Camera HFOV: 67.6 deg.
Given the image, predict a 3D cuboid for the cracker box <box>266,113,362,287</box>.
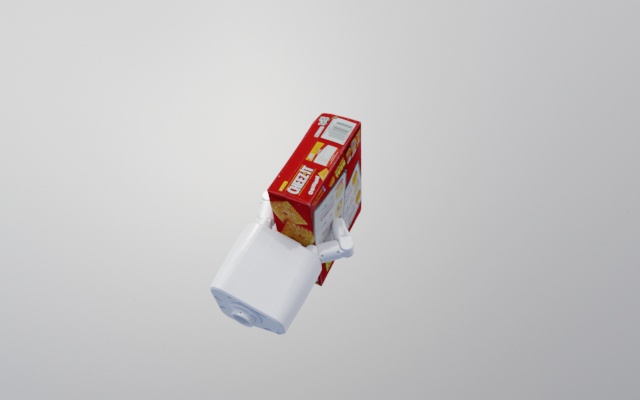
[{"bbox_3d":[0.000,0.002,0.715,0.072,0.164,0.214,19,-33,18],"label":"cracker box"}]
